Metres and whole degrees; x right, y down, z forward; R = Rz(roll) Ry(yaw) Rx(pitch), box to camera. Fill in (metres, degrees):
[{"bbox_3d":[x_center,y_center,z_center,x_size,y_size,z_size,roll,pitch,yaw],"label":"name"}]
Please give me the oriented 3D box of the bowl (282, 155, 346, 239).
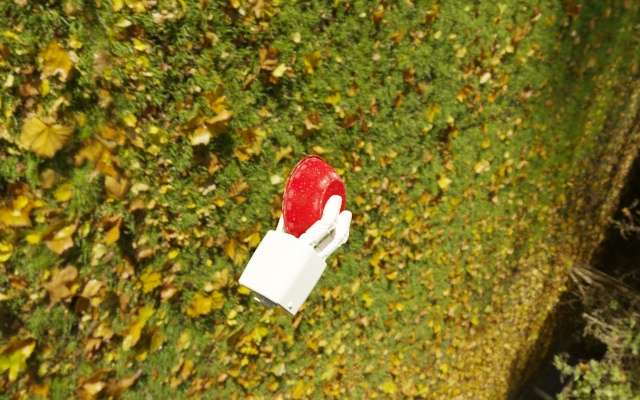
[{"bbox_3d":[0.001,0.002,0.845,0.055,0.162,0.162,11,5,29],"label":"bowl"}]
